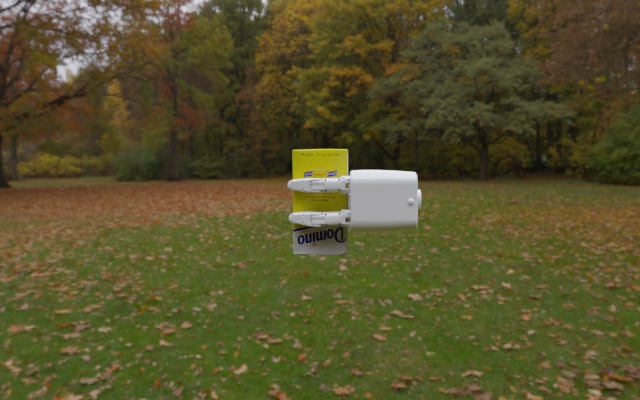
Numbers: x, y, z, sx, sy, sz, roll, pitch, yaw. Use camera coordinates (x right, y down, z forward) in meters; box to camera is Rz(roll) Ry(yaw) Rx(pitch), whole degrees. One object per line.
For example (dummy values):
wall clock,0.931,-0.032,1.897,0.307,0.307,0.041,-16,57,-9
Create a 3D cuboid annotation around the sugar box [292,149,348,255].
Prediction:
sugar box,0.000,0.003,0.802,0.093,0.176,0.048,-1,5,4
